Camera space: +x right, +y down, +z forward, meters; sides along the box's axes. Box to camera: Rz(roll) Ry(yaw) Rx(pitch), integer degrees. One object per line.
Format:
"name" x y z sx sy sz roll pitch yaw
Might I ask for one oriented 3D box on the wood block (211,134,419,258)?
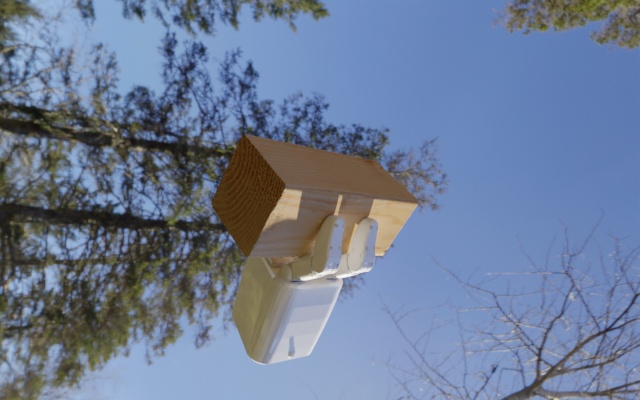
"wood block" 0.000 0.002 0.531 0.206 0.090 0.090 6 33 -45
